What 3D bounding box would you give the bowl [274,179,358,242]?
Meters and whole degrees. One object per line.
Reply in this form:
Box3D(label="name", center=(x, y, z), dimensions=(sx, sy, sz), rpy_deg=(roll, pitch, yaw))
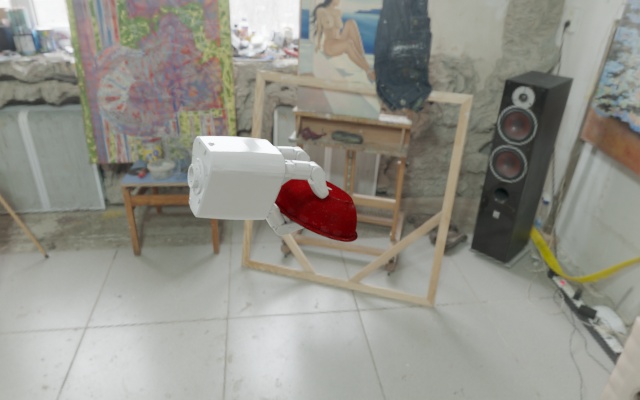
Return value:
Box3D(label="bowl", center=(0.001, 0.002, 0.782), dimensions=(0.162, 0.055, 0.162), rpy_deg=(25, 14, -7))
